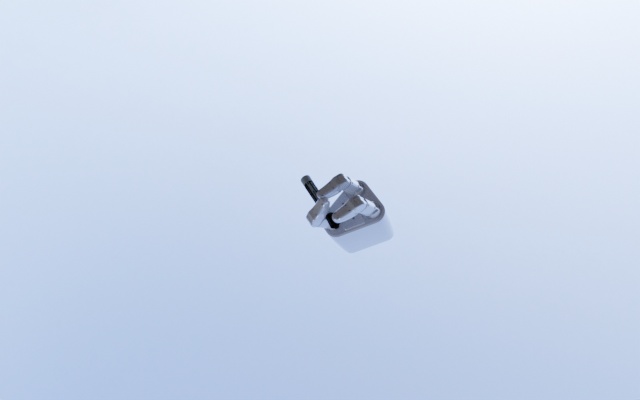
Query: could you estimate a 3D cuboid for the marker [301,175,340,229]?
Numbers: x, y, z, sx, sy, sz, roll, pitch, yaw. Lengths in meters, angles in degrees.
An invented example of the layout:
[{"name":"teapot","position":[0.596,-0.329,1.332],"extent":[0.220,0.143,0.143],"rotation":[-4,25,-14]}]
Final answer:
[{"name":"marker","position":[0.000,0.003,0.832],"extent":[0.020,0.121,0.020],"rotation":[-23,-34,-16]}]
